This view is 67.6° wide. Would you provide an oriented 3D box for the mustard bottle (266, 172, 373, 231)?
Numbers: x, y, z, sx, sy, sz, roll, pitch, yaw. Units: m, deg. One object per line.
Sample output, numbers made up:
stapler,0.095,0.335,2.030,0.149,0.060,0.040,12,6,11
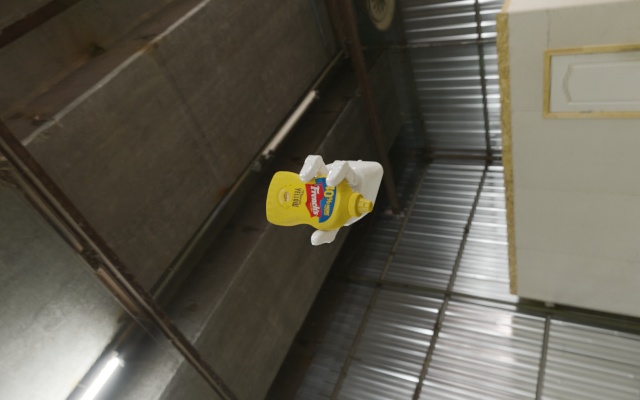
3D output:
mustard bottle,0.000,0.003,0.831,0.191,0.096,0.058,5,-10,28
